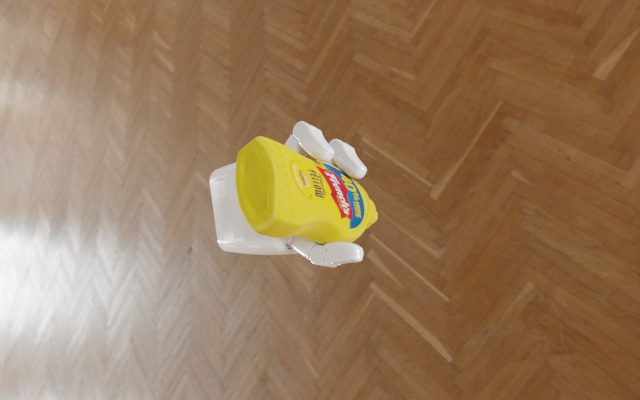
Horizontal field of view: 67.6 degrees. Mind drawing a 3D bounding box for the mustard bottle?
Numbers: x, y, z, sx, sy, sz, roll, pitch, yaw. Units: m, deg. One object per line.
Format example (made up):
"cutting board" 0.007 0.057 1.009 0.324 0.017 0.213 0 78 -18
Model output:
"mustard bottle" 0.000 0.002 0.512 0.058 0.096 0.192 -34 -32 30
